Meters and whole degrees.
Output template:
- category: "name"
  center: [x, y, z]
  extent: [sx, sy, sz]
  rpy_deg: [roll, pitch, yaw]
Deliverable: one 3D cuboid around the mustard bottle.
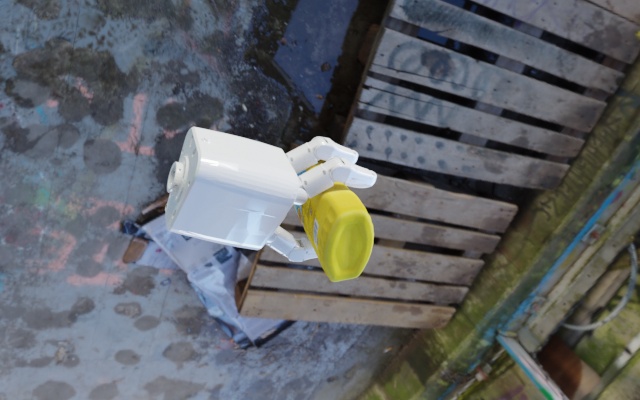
- category: "mustard bottle"
  center: [0.000, 0.002, 0.572]
  extent: [0.058, 0.096, 0.191]
  rpy_deg: [-9, 34, -16]
